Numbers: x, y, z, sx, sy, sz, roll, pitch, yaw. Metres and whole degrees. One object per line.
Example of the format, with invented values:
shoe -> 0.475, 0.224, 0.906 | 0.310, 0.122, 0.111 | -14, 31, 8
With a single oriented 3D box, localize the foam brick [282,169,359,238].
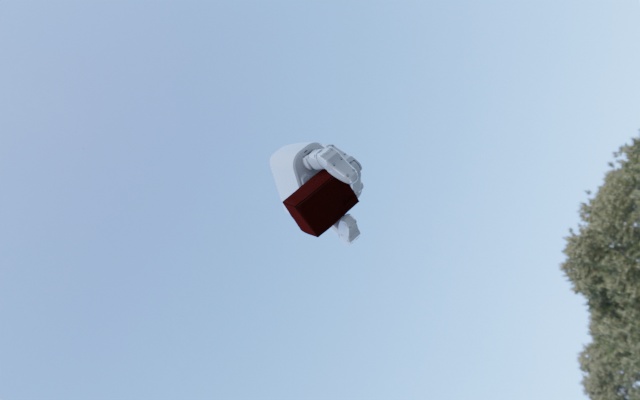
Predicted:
foam brick -> 0.000, 0.002, 0.623 | 0.078, 0.053, 0.051 | -40, 21, -18
